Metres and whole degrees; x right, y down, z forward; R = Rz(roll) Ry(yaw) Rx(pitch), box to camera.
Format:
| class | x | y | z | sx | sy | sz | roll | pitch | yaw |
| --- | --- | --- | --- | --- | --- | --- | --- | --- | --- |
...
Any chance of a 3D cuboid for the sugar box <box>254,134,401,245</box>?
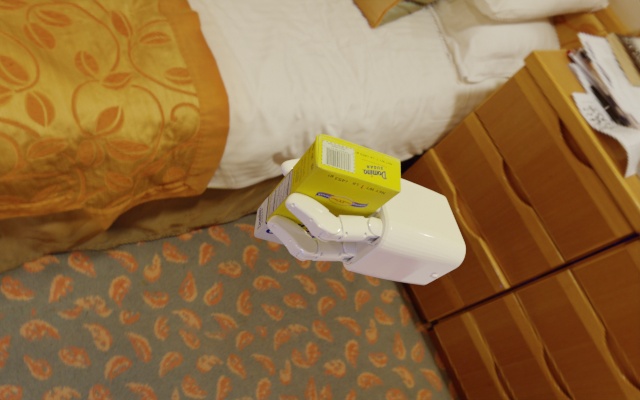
| class | x | y | z | sx | sy | sz | roll | pitch | yaw |
| --- | --- | --- | --- | --- | --- | --- | --- | --- | --- |
| sugar box | 0.000 | 0.002 | 0.520 | 0.093 | 0.048 | 0.176 | 16 | -34 | -20 |
